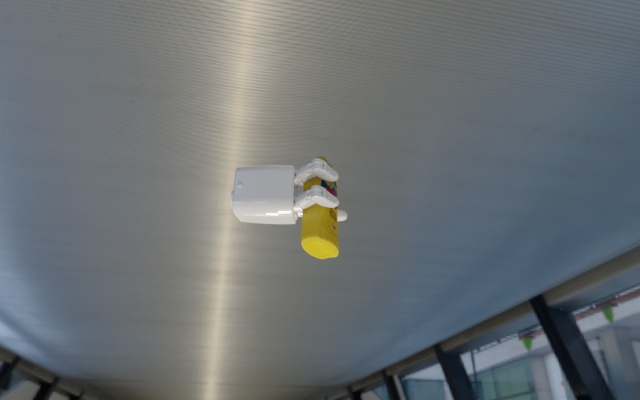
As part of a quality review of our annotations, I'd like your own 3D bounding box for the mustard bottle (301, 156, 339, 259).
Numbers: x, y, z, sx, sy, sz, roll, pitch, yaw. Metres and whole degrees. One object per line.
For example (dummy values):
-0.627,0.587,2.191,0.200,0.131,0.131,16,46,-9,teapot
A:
0.000,0.003,0.873,0.058,0.191,0.096,-12,-31,21,mustard bottle
